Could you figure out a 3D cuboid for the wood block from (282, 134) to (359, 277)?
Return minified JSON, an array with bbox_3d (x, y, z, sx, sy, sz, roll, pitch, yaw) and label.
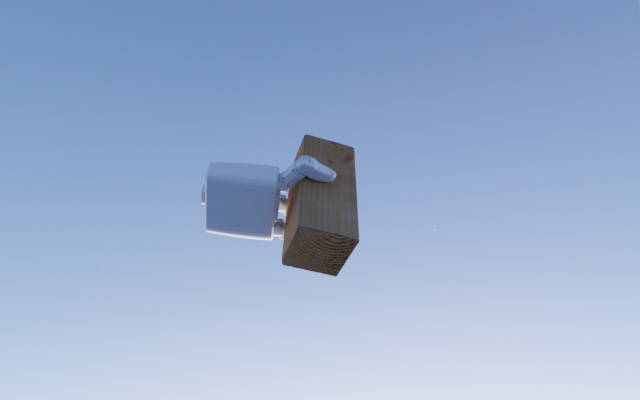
[{"bbox_3d":[0.000,0.002,0.743,0.090,0.206,0.091,15,-47,-13],"label":"wood block"}]
